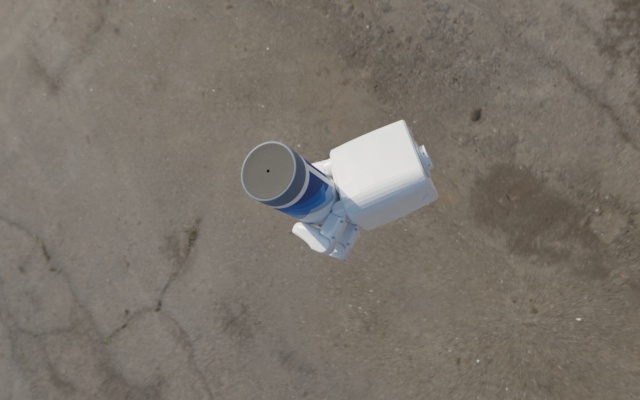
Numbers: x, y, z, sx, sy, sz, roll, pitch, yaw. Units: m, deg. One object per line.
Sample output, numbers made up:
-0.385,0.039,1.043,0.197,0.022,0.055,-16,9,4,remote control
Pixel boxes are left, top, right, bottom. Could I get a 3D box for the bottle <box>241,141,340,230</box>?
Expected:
0.000,0.002,0.633,0.069,0.069,0.296,0,-13,23,bottle
